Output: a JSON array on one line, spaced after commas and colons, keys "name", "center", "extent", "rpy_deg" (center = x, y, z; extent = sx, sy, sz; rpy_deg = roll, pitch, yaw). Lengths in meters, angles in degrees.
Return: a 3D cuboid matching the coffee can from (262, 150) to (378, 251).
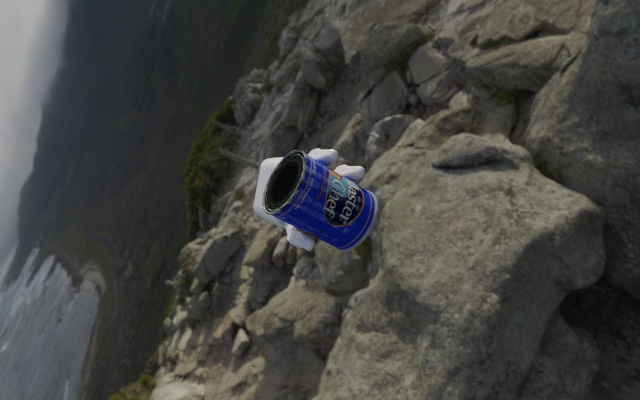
[{"name": "coffee can", "center": [0.000, 0.002, 0.708], "extent": [0.140, 0.102, 0.103], "rpy_deg": [29, -15, -29]}]
